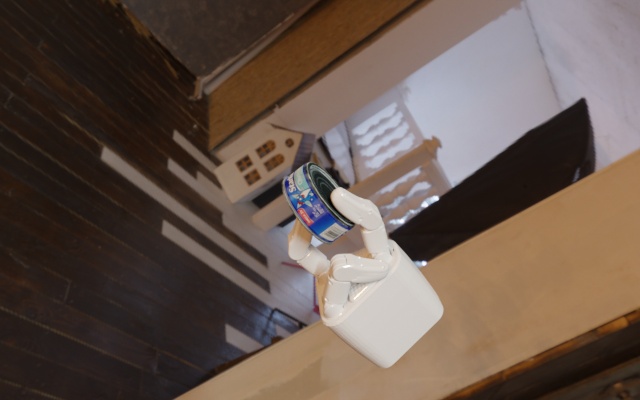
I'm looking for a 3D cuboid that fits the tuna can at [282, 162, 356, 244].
[{"bbox_3d":[0.000,0.001,0.505,0.034,0.086,0.086,-37,-13,17],"label":"tuna can"}]
